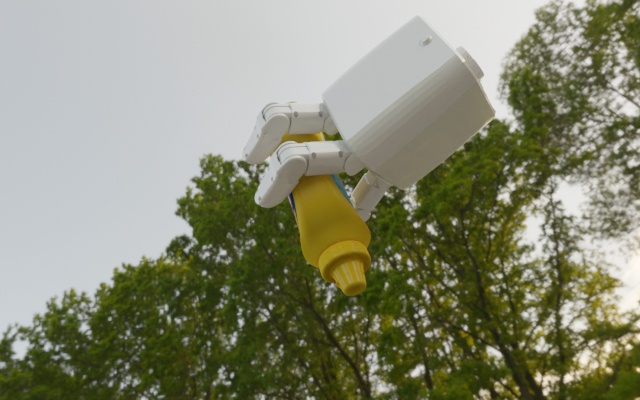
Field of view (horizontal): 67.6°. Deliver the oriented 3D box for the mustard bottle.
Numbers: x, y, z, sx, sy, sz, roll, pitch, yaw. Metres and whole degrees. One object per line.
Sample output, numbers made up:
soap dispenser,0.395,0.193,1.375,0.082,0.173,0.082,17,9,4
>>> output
mustard bottle,0.000,0.001,0.425,0.058,0.191,0.096,-22,-41,-1
